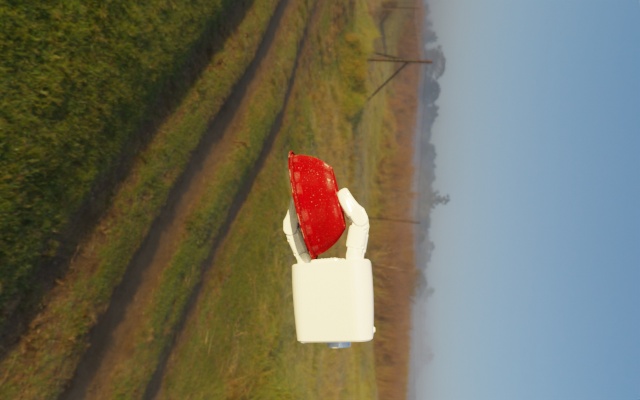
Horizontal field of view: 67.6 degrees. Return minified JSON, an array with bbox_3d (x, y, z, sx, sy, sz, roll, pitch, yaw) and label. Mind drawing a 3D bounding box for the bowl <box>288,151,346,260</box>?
[{"bbox_3d":[0.000,0.001,0.683,0.055,0.162,0.162,-13,-1,5],"label":"bowl"}]
